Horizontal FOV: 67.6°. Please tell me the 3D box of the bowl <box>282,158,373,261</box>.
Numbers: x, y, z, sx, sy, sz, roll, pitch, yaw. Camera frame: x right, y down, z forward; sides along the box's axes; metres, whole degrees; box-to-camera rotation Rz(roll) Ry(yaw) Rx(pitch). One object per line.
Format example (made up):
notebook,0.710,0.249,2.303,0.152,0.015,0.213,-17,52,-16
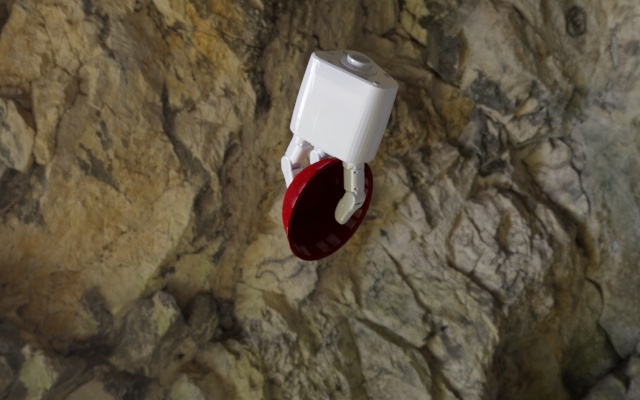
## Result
bowl,-0.001,0.003,0.670,0.055,0.162,0.162,32,21,37
